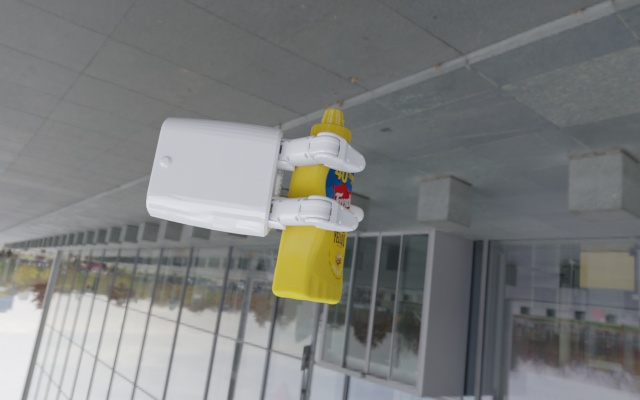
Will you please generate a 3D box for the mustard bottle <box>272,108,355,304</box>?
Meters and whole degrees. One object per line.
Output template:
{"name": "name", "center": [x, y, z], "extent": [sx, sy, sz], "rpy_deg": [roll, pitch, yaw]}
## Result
{"name": "mustard bottle", "center": [0.000, 0.002, 0.470], "extent": [0.058, 0.191, 0.096], "rpy_deg": [3, -13, 22]}
